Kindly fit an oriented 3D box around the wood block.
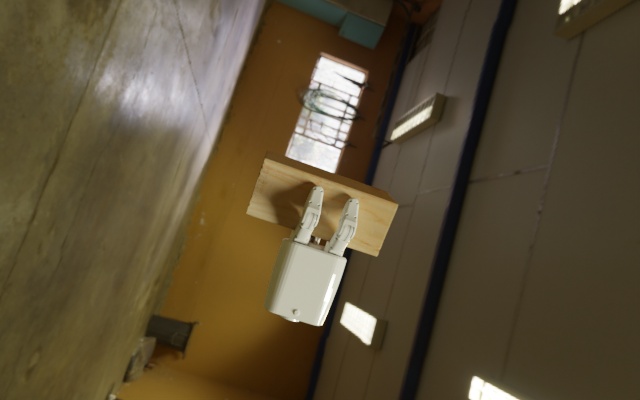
[{"bbox_3d":[0.000,0.003,0.736,0.206,0.090,0.090,19,11,-8],"label":"wood block"}]
